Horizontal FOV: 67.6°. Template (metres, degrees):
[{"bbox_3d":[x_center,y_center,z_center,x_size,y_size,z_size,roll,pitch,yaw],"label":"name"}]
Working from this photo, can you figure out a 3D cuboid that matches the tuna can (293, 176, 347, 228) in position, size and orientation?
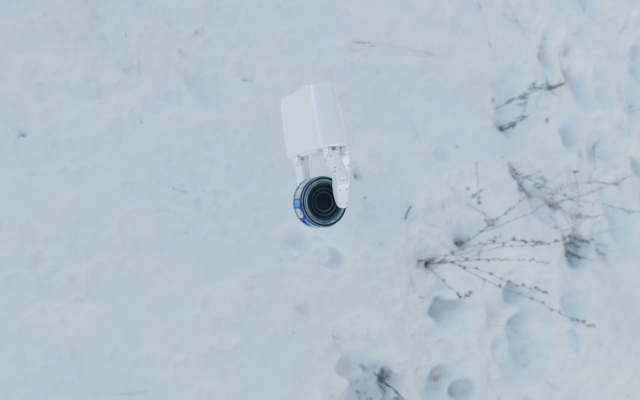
[{"bbox_3d":[0.000,0.003,0.786,0.086,0.086,0.034,0,-2,-26],"label":"tuna can"}]
